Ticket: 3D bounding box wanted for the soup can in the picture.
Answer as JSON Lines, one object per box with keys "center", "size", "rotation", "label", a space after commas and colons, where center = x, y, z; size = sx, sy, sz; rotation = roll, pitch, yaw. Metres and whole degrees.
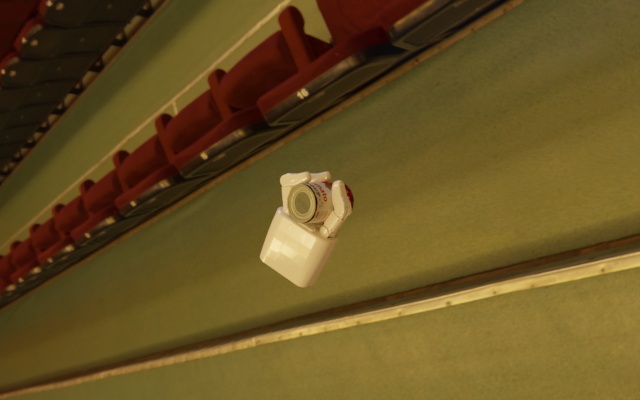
{"center": [0.000, 0.002, 0.818], "size": [0.068, 0.068, 0.102], "rotation": [0, 3, 40], "label": "soup can"}
